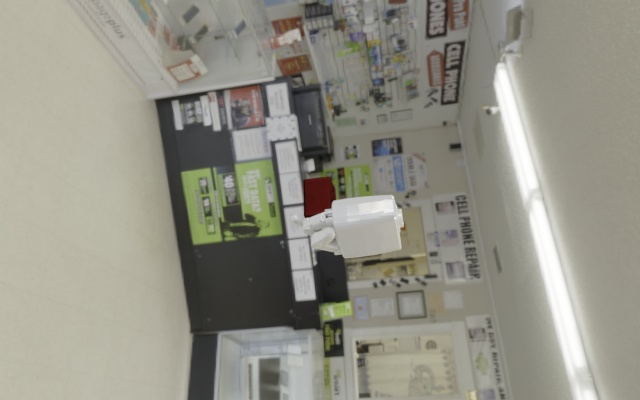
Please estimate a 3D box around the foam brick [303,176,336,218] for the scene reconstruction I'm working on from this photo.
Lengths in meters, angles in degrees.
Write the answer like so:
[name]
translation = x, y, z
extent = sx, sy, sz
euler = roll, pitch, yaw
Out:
[foam brick]
translation = 0.000, 0.003, 0.879
extent = 0.051, 0.078, 0.053
euler = -9, -29, 12
